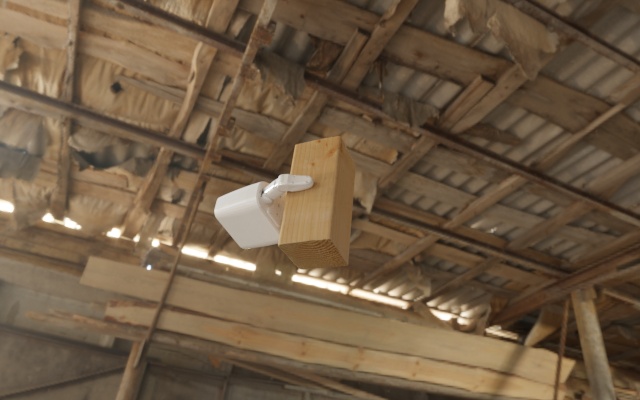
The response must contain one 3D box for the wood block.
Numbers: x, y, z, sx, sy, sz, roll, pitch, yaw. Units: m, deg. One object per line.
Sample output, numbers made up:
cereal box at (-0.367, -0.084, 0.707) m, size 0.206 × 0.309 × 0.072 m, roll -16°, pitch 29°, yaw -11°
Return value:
wood block at (0.000, 0.002, 0.812) m, size 0.090 × 0.206 × 0.091 m, roll -8°, pitch -36°, yaw 21°
